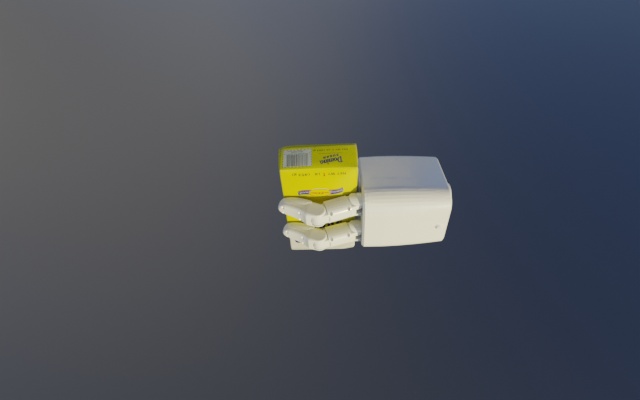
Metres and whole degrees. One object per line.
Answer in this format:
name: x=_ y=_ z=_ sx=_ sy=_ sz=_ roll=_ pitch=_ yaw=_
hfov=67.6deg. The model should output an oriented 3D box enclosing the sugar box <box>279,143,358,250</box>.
sugar box: x=0.000 y=0.002 z=0.620 sx=0.093 sy=0.048 sz=0.176 roll=-2 pitch=-39 yaw=2
